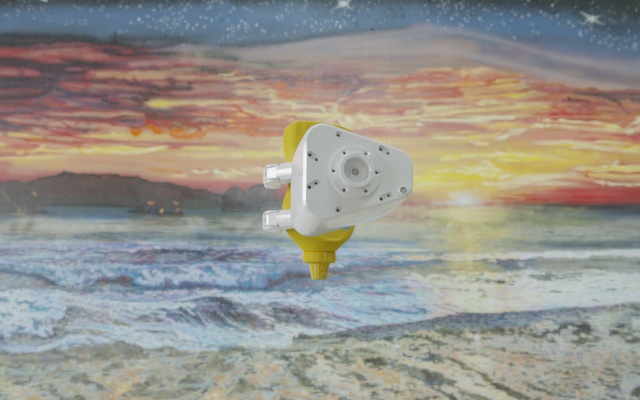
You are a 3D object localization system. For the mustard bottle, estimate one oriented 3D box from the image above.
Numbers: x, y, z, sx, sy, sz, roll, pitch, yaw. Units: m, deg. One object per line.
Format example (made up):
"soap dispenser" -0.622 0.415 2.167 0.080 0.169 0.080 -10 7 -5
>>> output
"mustard bottle" 0.000 0.002 0.596 0.096 0.191 0.058 7 -12 -31
